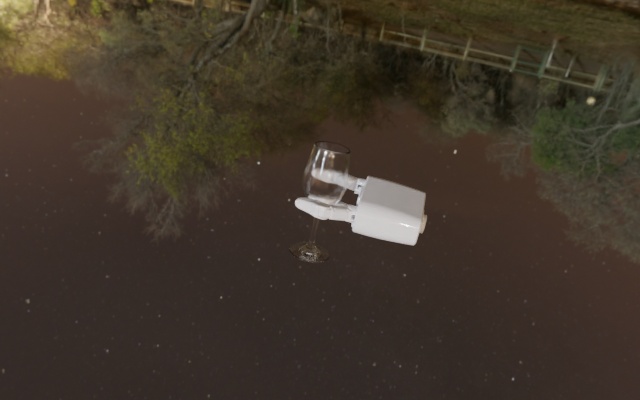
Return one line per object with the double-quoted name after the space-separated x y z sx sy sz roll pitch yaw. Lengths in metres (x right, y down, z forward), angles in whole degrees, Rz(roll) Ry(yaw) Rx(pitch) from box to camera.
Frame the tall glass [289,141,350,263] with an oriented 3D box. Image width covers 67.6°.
0.000 0.003 0.824 0.079 0.201 0.079 10 21 -4 "tall glass"
